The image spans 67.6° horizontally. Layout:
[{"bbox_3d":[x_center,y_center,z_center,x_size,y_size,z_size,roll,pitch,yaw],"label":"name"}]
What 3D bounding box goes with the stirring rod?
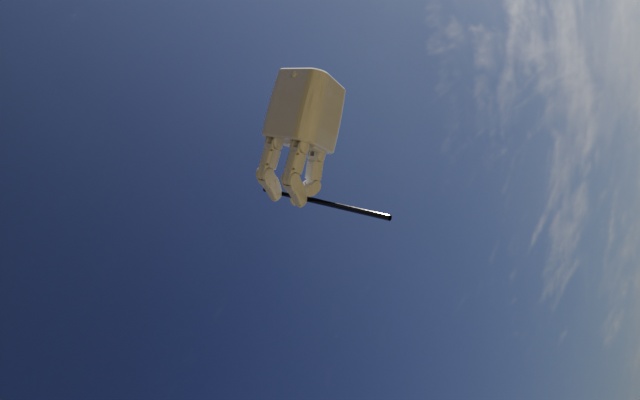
[{"bbox_3d":[0.000,0.002,0.695,0.239,0.011,0.011,13,8,40],"label":"stirring rod"}]
